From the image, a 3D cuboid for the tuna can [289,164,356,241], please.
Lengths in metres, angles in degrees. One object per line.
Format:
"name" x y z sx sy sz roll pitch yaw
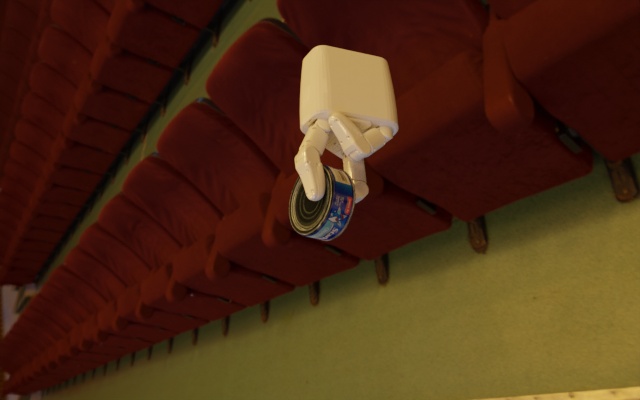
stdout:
"tuna can" 0.000 0.002 0.549 0.034 0.086 0.086 15 -9 -35
